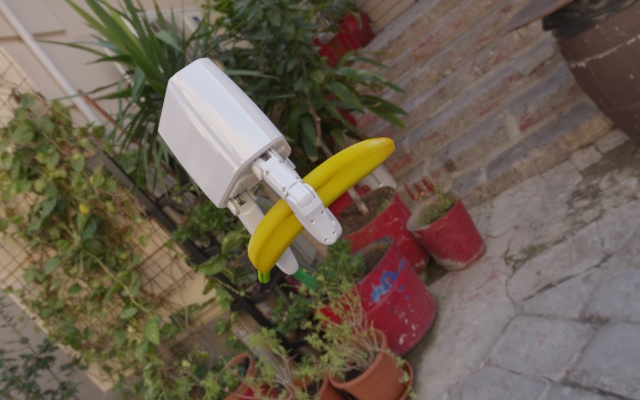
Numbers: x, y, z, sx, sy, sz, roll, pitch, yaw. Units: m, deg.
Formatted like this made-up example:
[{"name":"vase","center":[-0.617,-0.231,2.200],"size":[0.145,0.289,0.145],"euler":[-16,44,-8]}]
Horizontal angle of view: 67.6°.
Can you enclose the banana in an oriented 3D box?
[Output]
[{"name":"banana","center":[-0.007,0.001,0.465],"size":[0.037,0.198,0.069],"euler":[46,3,17]}]
